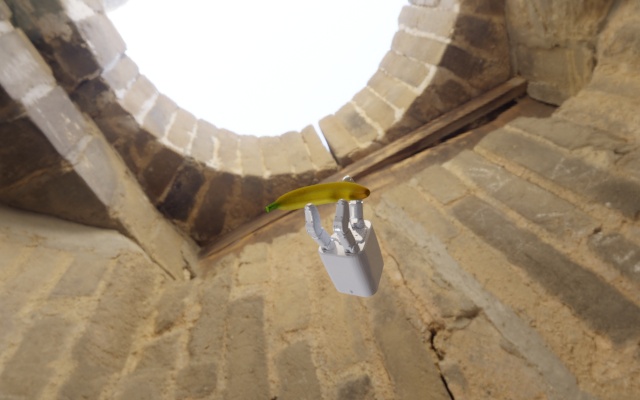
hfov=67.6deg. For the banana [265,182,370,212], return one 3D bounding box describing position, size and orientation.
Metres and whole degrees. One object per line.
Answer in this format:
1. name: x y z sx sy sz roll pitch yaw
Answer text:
1. banana: 0.000 -0.006 0.887 0.198 0.037 0.069 -11 26 17
